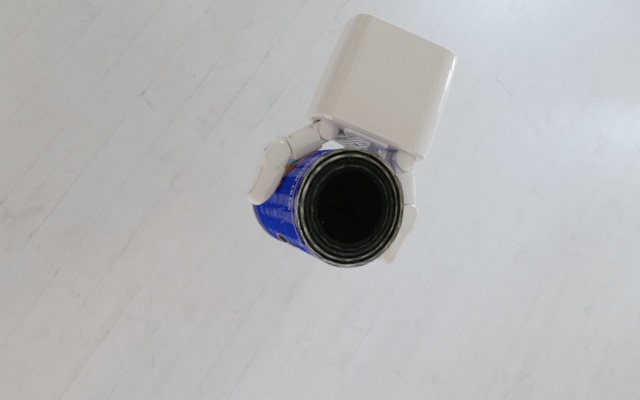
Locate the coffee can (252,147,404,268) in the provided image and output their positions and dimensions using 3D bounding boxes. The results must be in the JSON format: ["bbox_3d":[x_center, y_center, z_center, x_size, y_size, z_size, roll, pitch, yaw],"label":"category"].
[{"bbox_3d":[0.000,0.002,0.463,0.103,0.103,0.140,0,4,-23],"label":"coffee can"}]
